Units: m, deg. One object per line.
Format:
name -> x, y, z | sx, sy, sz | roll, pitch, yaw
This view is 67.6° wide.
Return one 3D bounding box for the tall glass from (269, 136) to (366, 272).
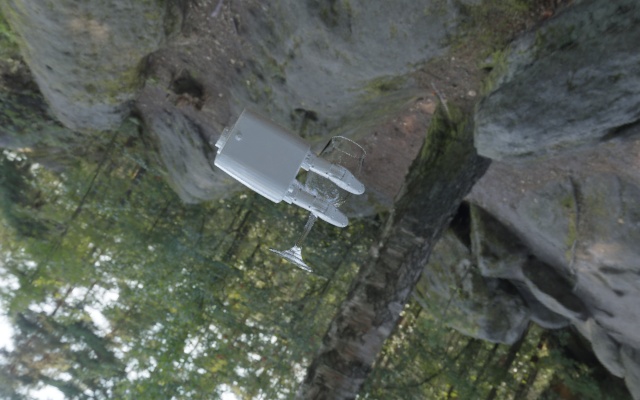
tall glass -> 0.000, 0.003, 0.729 | 0.079, 0.201, 0.079 | 26, -12, 6
